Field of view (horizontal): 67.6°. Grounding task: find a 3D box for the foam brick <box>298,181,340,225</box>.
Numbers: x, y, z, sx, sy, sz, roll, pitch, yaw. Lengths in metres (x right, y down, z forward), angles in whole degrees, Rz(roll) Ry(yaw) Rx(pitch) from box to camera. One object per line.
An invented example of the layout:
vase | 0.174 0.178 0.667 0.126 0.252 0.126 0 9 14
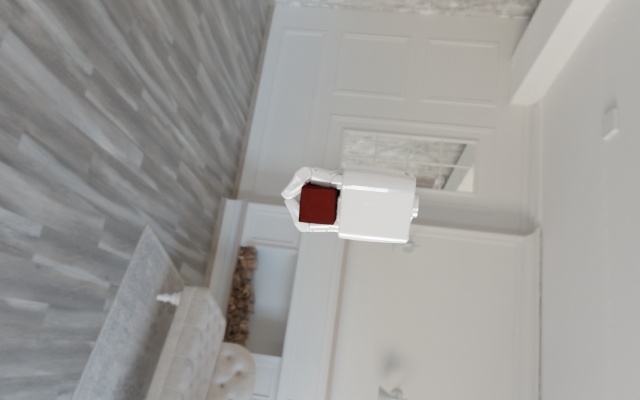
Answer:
foam brick | 0.000 0.002 0.713 0.051 0.053 0.078 6 10 7
